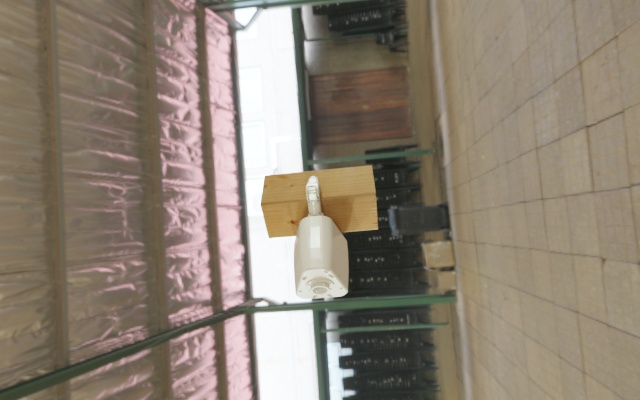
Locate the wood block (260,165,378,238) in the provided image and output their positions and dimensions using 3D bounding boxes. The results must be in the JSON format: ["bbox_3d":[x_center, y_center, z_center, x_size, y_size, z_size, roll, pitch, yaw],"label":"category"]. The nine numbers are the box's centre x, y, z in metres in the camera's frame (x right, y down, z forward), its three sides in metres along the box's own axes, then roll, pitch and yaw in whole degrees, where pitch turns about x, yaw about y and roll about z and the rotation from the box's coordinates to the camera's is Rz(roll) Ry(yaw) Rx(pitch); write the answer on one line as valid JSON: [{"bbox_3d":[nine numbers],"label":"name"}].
[{"bbox_3d":[0.000,0.003,0.898,0.206,0.091,0.090,-5,39,4],"label":"wood block"}]
